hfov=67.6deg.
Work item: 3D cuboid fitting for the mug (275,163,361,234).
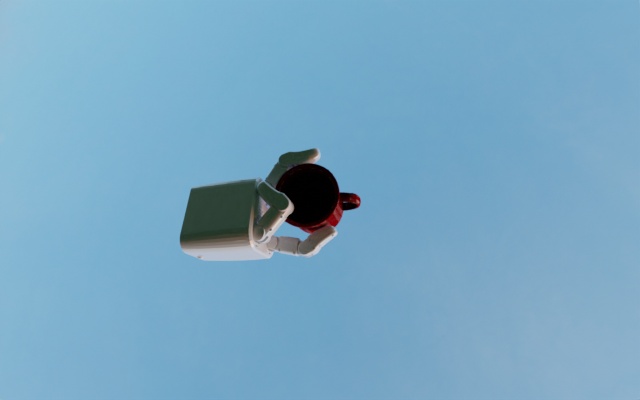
[{"bbox_3d":[0.002,0.002,0.690,0.117,0.093,0.081,-4,-16,11],"label":"mug"}]
